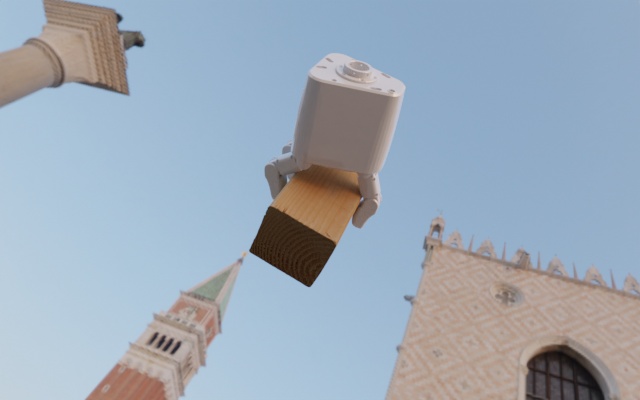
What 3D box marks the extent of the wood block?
[{"bbox_3d":[0.001,0.002,0.637,0.091,0.090,0.206,30,39,3],"label":"wood block"}]
